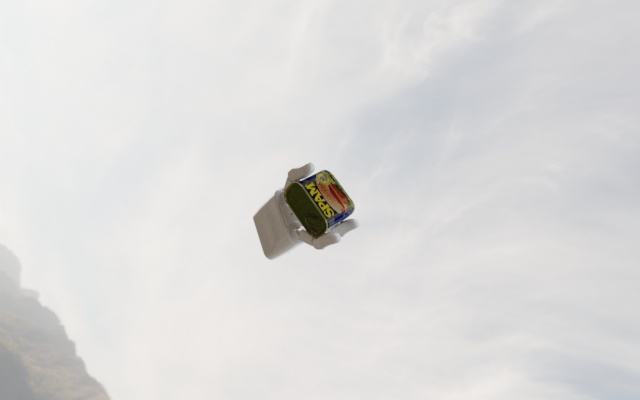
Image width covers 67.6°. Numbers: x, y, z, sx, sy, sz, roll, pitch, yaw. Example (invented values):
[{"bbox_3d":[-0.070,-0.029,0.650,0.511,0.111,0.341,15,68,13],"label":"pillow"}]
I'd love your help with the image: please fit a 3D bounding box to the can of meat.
[{"bbox_3d":[0.000,0.003,0.839,0.084,0.102,0.057,-29,-10,-42],"label":"can of meat"}]
